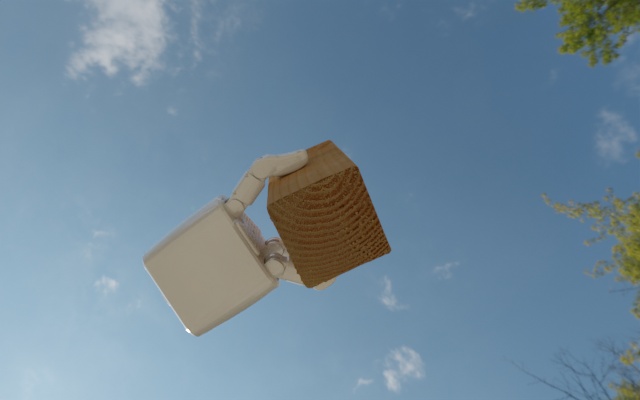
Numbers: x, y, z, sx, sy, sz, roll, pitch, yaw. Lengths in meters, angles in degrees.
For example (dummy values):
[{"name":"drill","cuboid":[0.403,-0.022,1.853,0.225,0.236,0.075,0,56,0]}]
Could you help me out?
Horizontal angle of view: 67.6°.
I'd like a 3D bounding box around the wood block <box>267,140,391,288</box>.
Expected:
[{"name":"wood block","cuboid":[0.000,0.002,0.525,0.090,0.091,0.206,-24,15,1]}]
